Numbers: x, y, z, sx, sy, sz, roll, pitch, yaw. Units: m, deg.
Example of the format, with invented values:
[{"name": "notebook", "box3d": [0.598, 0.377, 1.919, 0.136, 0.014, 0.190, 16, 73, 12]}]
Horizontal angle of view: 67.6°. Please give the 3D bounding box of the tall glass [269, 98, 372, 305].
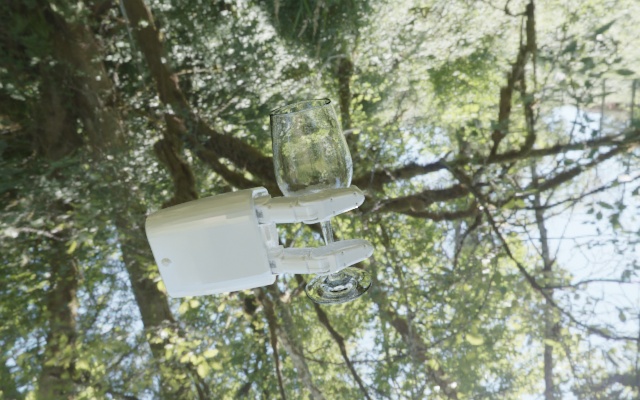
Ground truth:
[{"name": "tall glass", "box3d": [0.000, 0.002, 0.490, 0.079, 0.201, 0.079, -10, 20, 4]}]
